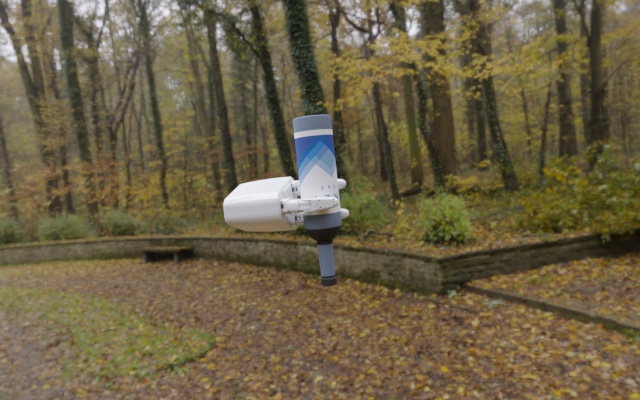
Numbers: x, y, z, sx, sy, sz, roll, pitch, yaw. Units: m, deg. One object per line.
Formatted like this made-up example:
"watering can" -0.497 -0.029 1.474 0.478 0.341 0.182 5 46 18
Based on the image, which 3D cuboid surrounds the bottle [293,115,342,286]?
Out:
"bottle" 0.000 0.002 0.836 0.069 0.296 0.069 -6 4 0
